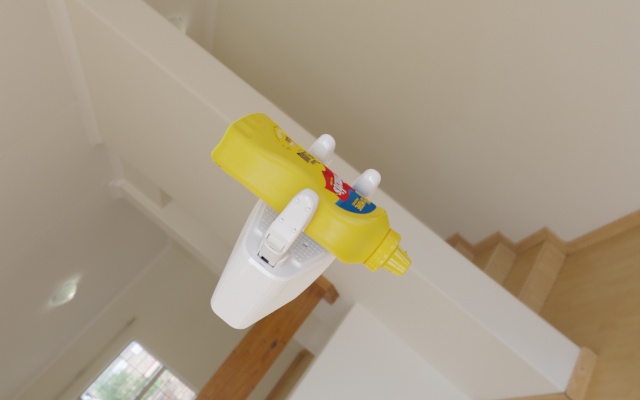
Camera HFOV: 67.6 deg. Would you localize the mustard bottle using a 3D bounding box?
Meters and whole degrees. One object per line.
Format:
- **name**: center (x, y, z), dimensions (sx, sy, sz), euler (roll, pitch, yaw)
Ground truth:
- **mustard bottle**: center (0.000, 0.001, 0.425), dimensions (0.191, 0.058, 0.096), euler (39, 15, 3)
